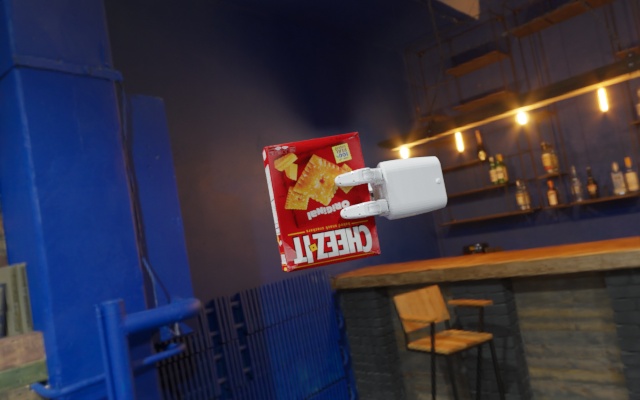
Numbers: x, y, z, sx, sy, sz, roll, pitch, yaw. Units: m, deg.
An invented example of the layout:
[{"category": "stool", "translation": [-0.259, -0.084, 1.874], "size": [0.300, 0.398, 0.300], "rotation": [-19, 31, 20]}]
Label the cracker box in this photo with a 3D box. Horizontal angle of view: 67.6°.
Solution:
[{"category": "cracker box", "translation": [0.000, 0.003, 0.815], "size": [0.164, 0.213, 0.072], "rotation": [-10, -4, -11]}]
